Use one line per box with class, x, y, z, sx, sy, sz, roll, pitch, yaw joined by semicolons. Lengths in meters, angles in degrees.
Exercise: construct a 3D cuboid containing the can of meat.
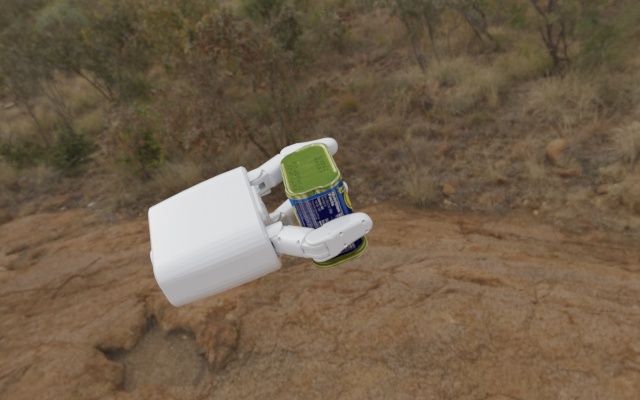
can of meat;0.000;0.001;0.467;0.057;0.084;0.102;-21;30;0
